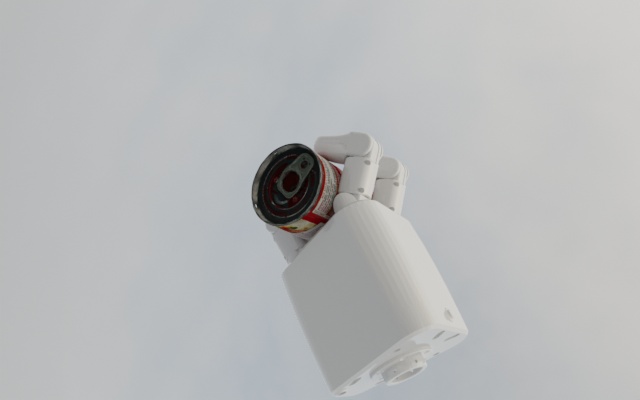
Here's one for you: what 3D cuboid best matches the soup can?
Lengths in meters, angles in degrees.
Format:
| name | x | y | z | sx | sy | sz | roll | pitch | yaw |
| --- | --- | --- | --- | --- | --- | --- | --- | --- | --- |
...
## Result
| name | x | y | z | sx | sy | sz | roll | pitch | yaw |
| --- | --- | --- | --- | --- | --- | --- | --- | --- | --- |
| soup can | 0.000 | 0.001 | 0.409 | 0.068 | 0.068 | 0.102 | 0 | -17 | 35 |
